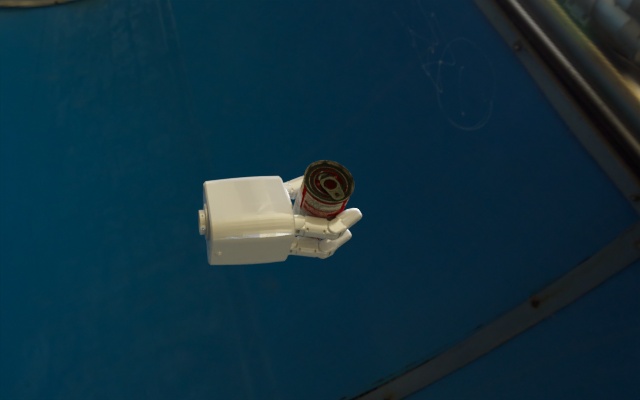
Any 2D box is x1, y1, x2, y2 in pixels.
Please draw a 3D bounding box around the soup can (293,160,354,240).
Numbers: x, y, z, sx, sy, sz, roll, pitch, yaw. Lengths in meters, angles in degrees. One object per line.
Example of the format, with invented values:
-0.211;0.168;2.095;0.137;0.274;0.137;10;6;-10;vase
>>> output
0.000;0.002;0.661;0.068;0.068;0.102;0;-34;-16;soup can
